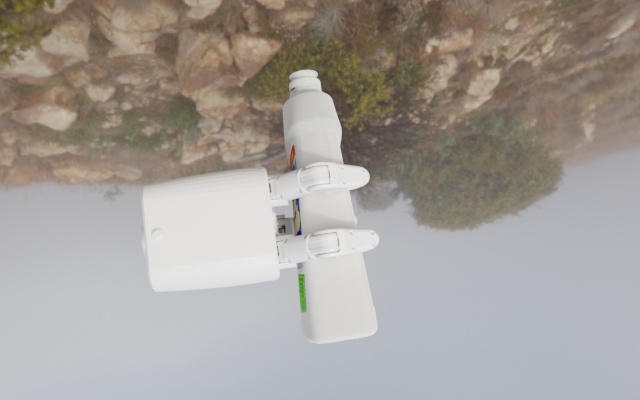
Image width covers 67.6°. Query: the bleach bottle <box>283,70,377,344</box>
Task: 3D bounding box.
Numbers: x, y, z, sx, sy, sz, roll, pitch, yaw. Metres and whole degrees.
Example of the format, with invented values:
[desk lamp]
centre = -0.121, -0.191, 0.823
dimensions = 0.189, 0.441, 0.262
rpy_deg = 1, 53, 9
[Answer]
[bleach bottle]
centre = 0.000, 0.002, 0.460
dimensions = 0.068, 0.251, 0.102
rpy_deg = -7, -8, -7
